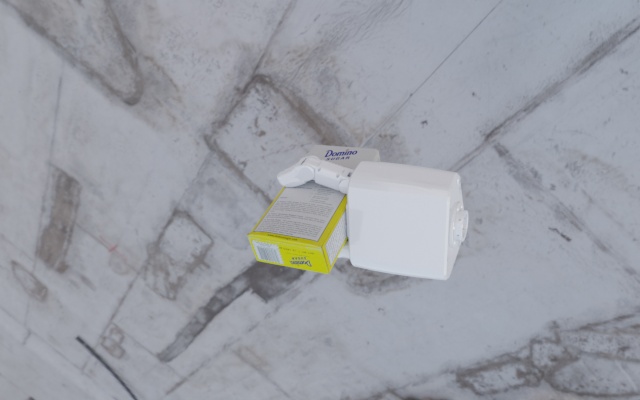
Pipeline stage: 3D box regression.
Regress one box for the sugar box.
[{"bbox_3d":[0.000,0.002,0.555,0.093,0.048,0.176,8,40,26],"label":"sugar box"}]
